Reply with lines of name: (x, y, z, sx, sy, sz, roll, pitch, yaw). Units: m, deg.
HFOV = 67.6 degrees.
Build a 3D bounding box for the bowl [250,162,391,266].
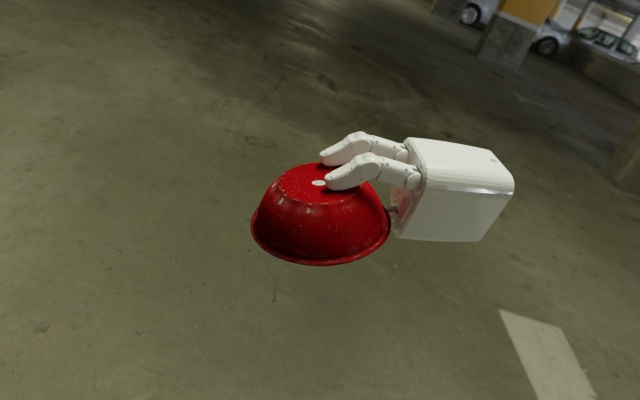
bowl: (-0.001, 0.002, 0.534, 0.162, 0.055, 0.162, -1, 32, 0)
